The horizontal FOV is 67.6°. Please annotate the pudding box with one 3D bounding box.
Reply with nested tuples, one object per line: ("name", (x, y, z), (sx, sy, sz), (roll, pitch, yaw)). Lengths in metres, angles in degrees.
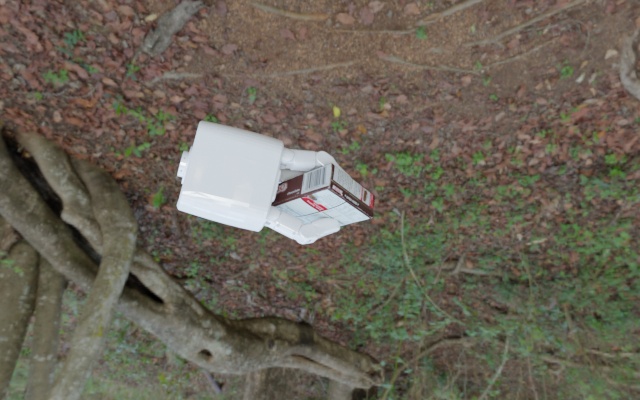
("pudding box", (0.000, 0.002, 0.623), (0.113, 0.039, 0.090), (-16, -37, 40))
